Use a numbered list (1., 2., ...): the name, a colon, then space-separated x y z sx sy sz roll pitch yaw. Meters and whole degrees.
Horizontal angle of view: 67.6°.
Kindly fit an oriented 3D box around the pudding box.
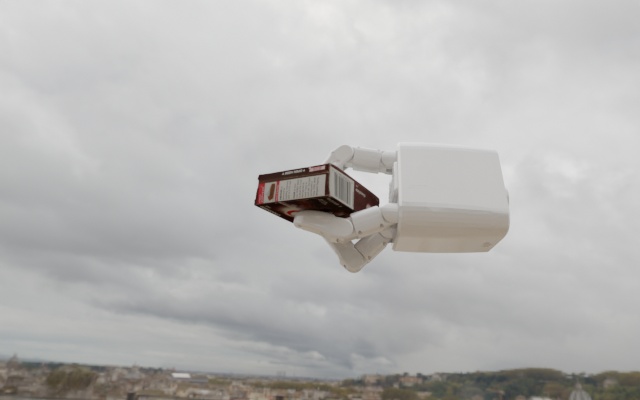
1. pudding box: 0.000 0.001 0.505 0.090 0.039 0.113 -8 -24 30
